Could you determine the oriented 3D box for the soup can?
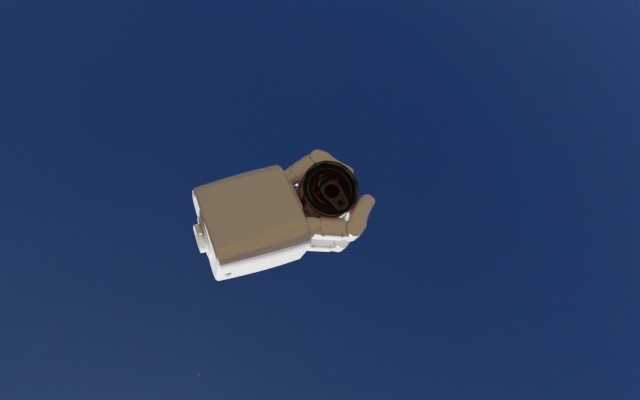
[{"bbox_3d":[0.000,0.002,0.592,0.068,0.068,0.102,0,-19,-14],"label":"soup can"}]
